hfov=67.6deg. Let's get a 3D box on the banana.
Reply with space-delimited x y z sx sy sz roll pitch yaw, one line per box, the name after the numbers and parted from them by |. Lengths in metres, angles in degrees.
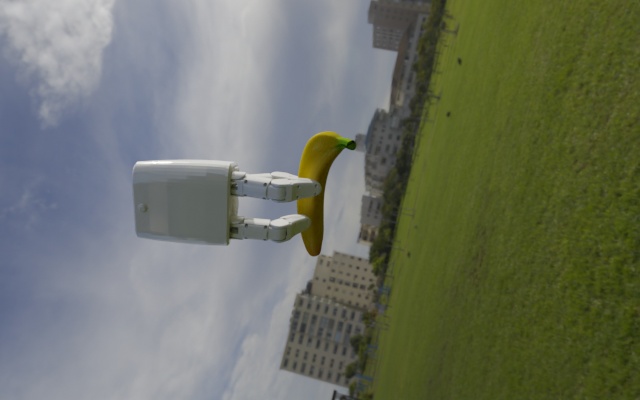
-0.005 -0.014 0.581 0.037 0.069 0.198 -7 -41 -20 | banana
